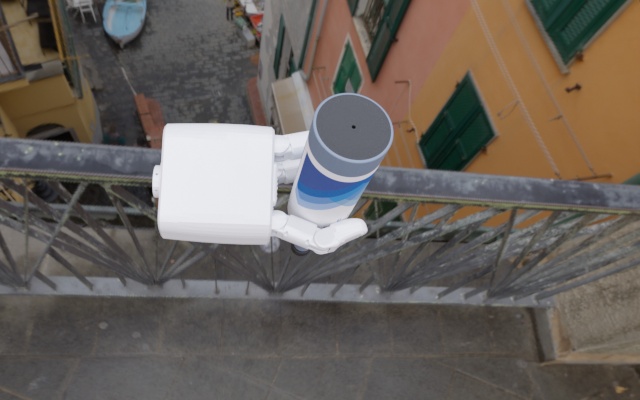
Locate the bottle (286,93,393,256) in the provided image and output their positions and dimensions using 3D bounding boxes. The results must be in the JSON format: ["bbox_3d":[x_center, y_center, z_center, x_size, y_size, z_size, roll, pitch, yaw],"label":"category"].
[{"bbox_3d":[0.000,0.002,0.512,0.069,0.069,0.296,0,-24,-11],"label":"bottle"}]
